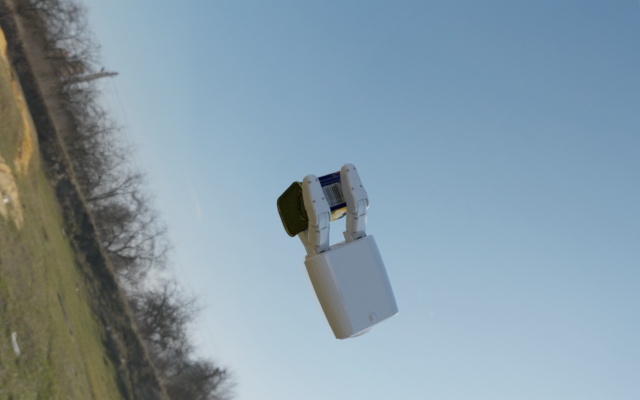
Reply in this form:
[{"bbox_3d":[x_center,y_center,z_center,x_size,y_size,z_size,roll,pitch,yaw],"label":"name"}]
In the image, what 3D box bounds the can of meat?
[{"bbox_3d":[0.000,0.002,0.629,0.084,0.057,0.102,-17,-10,-26],"label":"can of meat"}]
